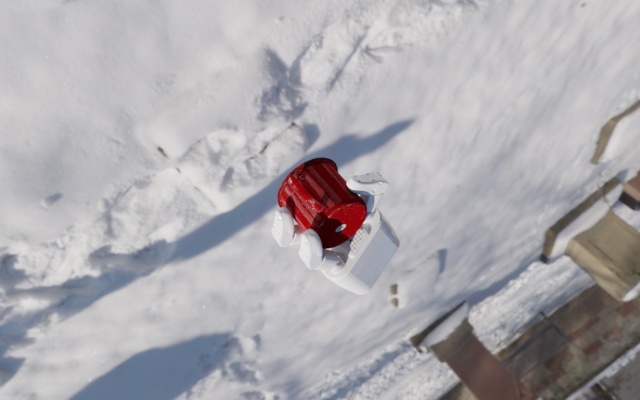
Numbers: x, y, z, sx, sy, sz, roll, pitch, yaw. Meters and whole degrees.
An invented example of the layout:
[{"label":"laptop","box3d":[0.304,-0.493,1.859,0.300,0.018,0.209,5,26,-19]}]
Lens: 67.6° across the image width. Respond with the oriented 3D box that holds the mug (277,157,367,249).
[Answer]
[{"label":"mug","box3d":[0.000,0.001,0.591,0.081,0.093,0.117,50,4,33]}]
